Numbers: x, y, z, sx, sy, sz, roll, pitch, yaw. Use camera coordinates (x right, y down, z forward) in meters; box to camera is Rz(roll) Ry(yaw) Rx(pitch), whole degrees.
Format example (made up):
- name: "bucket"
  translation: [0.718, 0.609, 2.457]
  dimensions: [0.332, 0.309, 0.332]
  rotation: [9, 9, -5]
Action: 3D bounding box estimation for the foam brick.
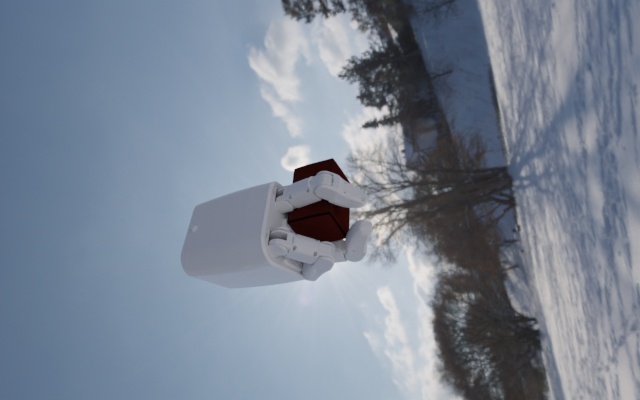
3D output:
- name: "foam brick"
  translation: [0.000, 0.002, 0.532]
  dimensions: [0.051, 0.078, 0.053]
  rotation: [-14, -42, 22]
